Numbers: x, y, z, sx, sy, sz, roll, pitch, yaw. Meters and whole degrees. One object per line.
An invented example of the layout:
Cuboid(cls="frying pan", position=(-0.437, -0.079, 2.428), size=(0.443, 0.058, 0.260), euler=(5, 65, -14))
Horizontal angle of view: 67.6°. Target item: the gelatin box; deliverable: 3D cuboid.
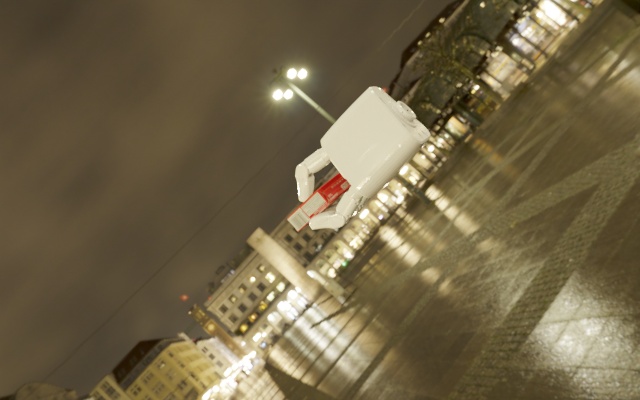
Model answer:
Cuboid(cls="gelatin box", position=(0.000, 0.002, 0.727), size=(0.089, 0.030, 0.073), euler=(-43, -3, 40))
